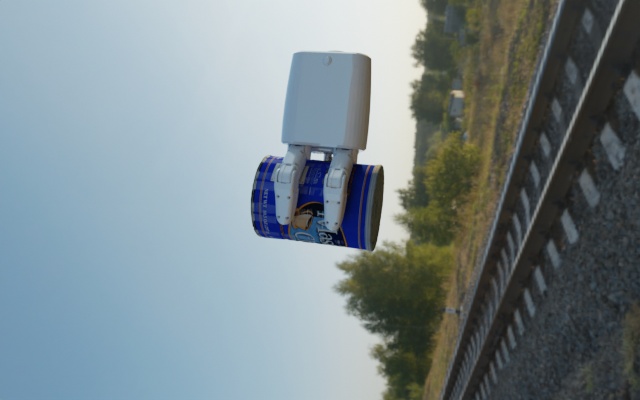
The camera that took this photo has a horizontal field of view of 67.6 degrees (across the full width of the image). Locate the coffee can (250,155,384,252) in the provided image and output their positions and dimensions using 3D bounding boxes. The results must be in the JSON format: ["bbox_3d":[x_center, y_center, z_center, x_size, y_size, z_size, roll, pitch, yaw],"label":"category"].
[{"bbox_3d":[0.000,0.002,0.576,0.140,0.103,0.103,6,1,13],"label":"coffee can"}]
